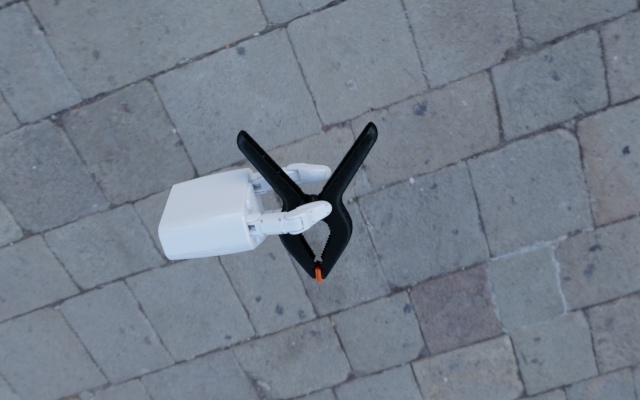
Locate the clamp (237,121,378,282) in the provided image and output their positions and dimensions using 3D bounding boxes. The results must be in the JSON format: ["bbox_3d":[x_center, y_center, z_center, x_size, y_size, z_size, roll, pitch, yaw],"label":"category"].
[{"bbox_3d":[0.000,0.003,0.587,0.164,0.210,0.036,-9,22,7],"label":"clamp"}]
